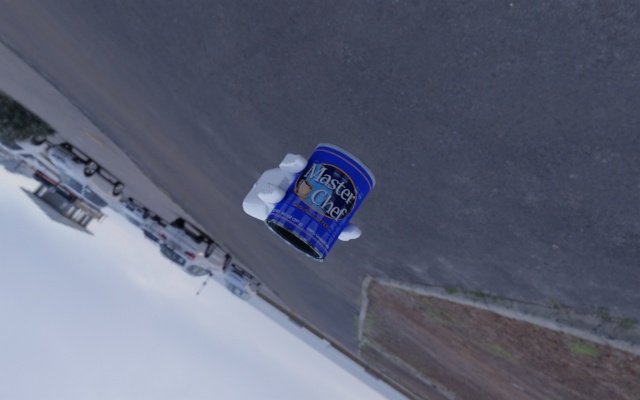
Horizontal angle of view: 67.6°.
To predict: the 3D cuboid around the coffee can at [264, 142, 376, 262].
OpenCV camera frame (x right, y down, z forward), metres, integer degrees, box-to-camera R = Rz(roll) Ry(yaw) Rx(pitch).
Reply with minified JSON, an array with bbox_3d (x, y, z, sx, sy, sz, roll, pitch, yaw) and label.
[{"bbox_3d":[0.000,0.002,0.691,0.103,0.140,0.103,32,-15,10],"label":"coffee can"}]
